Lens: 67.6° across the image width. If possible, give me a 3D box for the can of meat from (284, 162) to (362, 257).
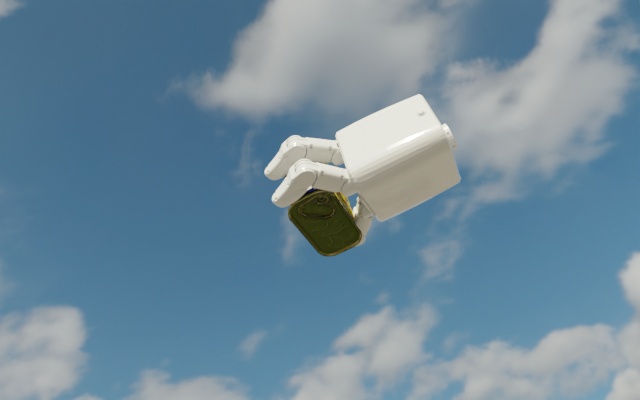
[{"bbox_3d":[0.000,0.002,0.564,0.057,0.084,0.102,-27,-49,12],"label":"can of meat"}]
